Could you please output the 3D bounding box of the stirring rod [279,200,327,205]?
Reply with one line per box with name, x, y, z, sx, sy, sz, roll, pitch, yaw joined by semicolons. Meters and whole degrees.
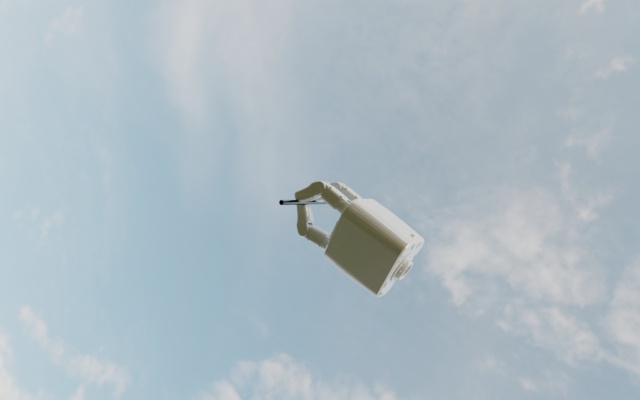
stirring rod;0.000;0.003;0.802;0.011;0.011;0.239;0;0;28
